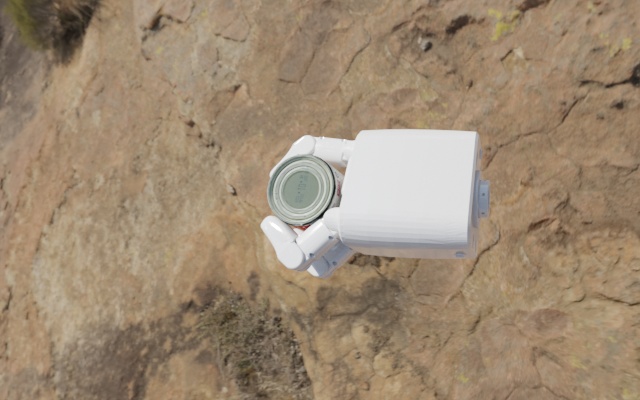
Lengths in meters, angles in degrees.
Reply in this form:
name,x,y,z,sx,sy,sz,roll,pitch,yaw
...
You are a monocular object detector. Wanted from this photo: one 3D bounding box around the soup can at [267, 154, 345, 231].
name,x,y,z,sx,sy,sz,roll,pitch,yaw
soup can,0.000,0.001,0.466,0.068,0.068,0.102,0,-13,22
